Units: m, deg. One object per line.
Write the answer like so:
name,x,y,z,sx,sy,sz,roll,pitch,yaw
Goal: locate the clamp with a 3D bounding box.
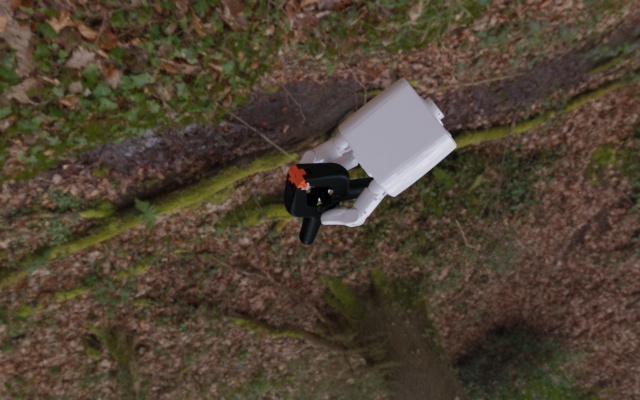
clamp,0.000,0.003,0.658,0.164,0.036,0.210,-39,-24,15
